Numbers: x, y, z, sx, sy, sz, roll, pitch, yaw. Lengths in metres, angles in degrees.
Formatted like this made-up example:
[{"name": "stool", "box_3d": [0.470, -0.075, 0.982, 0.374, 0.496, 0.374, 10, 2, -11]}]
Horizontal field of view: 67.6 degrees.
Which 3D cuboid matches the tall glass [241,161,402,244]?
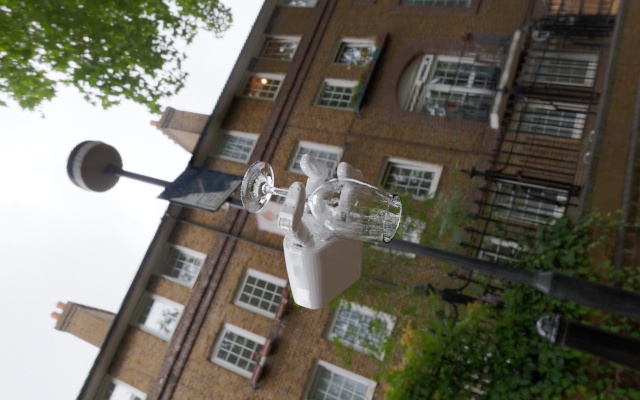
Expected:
[{"name": "tall glass", "box_3d": [-0.001, 0.002, 0.619, 0.201, 0.079, 0.079, 13, 6, 26]}]
